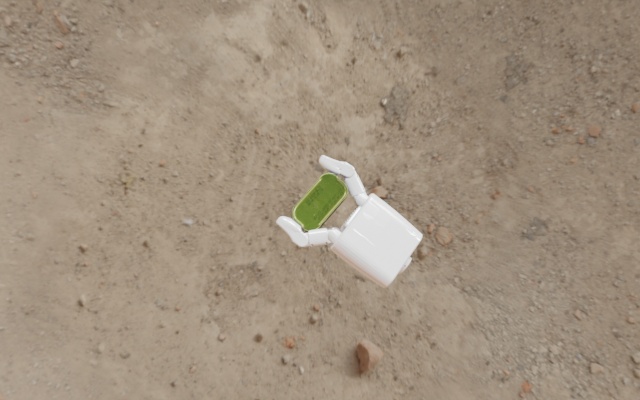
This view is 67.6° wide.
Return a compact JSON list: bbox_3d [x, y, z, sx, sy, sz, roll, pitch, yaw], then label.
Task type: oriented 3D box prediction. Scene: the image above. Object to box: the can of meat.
[{"bbox_3d":[0.000,0.002,0.774,0.057,0.102,0.084,41,1,1],"label":"can of meat"}]
